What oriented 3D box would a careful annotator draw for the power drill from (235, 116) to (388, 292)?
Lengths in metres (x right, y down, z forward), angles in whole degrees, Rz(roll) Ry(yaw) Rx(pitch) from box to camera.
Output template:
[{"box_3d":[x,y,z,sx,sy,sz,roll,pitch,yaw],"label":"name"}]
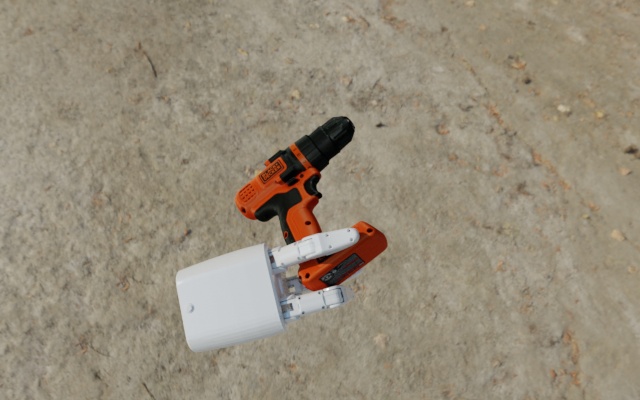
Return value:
[{"box_3d":[0.000,0.002,0.579,0.184,0.187,0.057,-40,-37,7],"label":"power drill"}]
